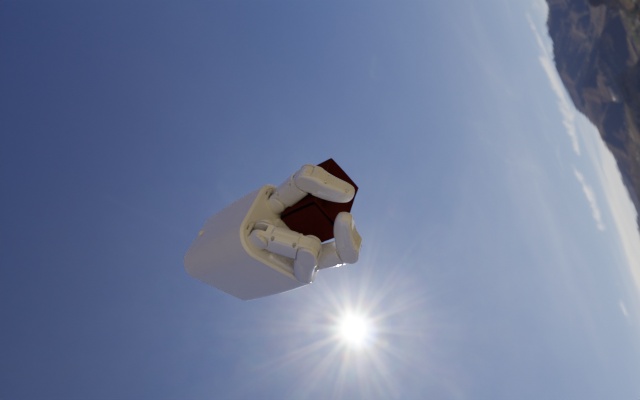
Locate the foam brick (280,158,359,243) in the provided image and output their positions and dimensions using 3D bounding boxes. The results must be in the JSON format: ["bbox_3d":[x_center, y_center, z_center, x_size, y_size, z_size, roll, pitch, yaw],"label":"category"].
[{"bbox_3d":[0.000,0.002,0.529,0.051,0.053,0.078,-25,28,36],"label":"foam brick"}]
